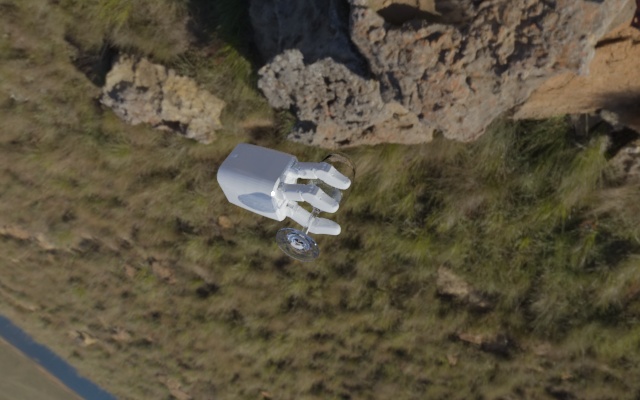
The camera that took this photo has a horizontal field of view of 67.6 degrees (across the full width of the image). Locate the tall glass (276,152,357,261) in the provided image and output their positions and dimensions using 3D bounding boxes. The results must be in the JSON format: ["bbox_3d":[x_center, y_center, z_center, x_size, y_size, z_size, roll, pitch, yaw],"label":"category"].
[{"bbox_3d":[0.000,0.003,0.805,0.079,0.079,0.201,0,42,31],"label":"tall glass"}]
